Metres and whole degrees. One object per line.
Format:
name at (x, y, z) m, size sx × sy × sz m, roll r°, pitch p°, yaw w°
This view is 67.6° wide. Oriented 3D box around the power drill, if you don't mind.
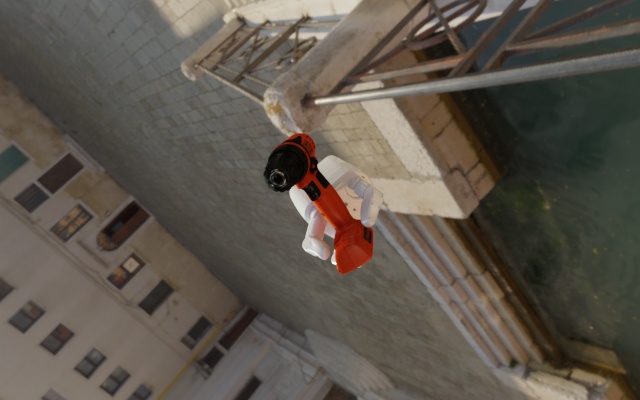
power drill at (0.000, 0.002, 0.633) m, size 0.057 × 0.188 × 0.184 m, roll -30°, pitch 13°, yaw 16°
